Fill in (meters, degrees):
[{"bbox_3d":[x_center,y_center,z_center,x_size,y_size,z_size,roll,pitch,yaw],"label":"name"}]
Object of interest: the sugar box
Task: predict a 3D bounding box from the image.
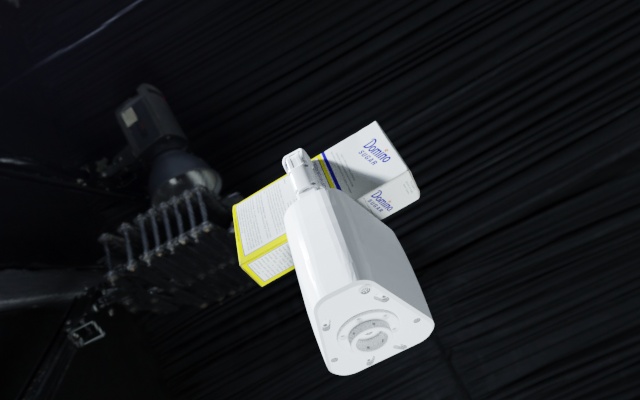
[{"bbox_3d":[0.000,0.002,0.470,0.176,0.048,0.093,-28,40,6],"label":"sugar box"}]
